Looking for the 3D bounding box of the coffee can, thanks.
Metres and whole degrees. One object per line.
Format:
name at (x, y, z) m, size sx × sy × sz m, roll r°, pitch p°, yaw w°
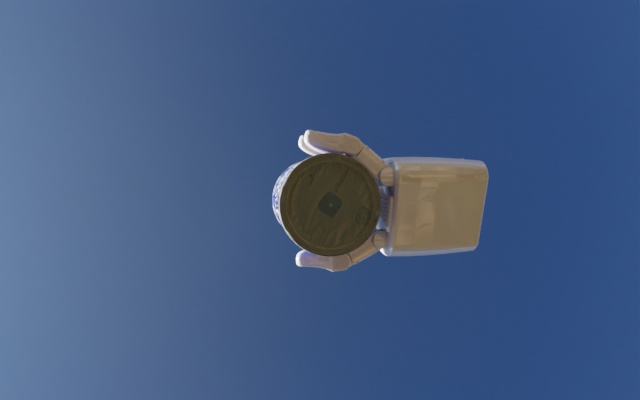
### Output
coffee can at (0.000, 0.002, 0.537) m, size 0.103 × 0.103 × 0.140 m, roll 0°, pitch 2°, yaw -9°
